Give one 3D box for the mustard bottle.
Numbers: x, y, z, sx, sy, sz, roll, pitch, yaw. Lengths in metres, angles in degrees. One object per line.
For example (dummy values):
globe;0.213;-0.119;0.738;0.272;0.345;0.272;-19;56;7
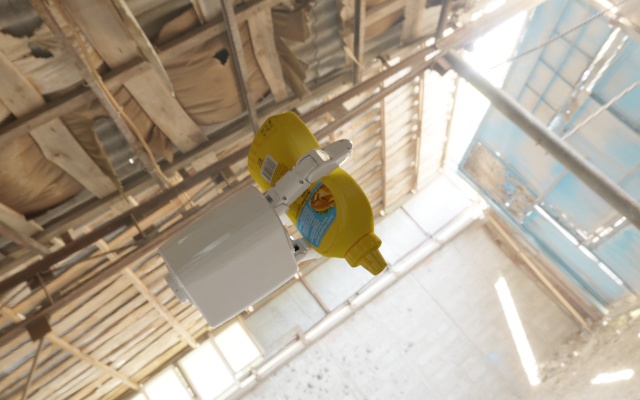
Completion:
mustard bottle;0.000;0.001;0.502;0.058;0.191;0.096;-23;-27;-40
